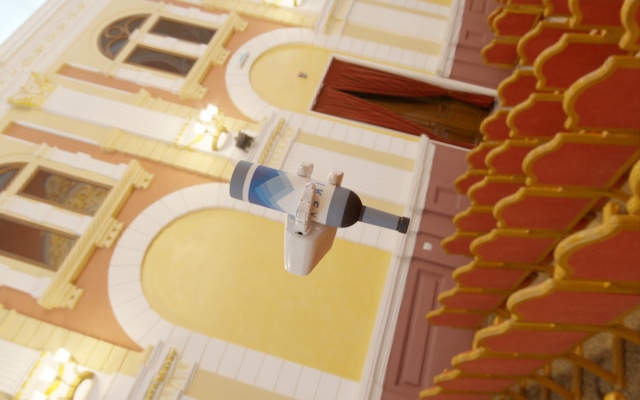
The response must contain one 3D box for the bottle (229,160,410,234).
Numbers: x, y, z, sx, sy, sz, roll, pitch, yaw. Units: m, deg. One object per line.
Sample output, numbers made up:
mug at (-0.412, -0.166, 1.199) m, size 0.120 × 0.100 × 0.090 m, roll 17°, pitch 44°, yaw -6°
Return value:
bottle at (0.000, 0.002, 0.785) m, size 0.295 × 0.069 × 0.069 m, roll 15°, pitch 2°, yaw 7°
